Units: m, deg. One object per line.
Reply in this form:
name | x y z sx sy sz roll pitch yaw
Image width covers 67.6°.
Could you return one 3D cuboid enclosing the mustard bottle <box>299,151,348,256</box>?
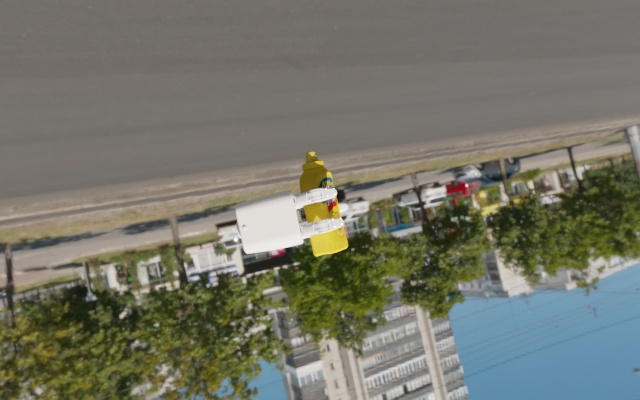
mustard bottle | 0.001 0.003 0.893 0.058 0.191 0.096 -14 -2 25
